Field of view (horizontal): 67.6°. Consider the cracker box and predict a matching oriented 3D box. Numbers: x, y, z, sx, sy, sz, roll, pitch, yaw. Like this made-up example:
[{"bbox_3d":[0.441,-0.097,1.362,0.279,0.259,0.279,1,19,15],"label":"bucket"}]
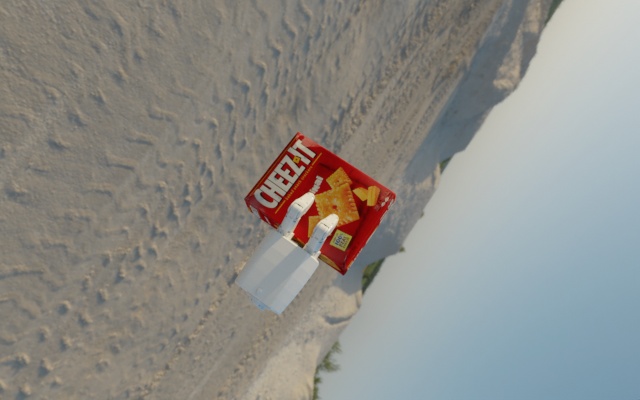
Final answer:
[{"bbox_3d":[0.000,0.003,0.843,0.213,0.164,0.072,34,-15,11],"label":"cracker box"}]
